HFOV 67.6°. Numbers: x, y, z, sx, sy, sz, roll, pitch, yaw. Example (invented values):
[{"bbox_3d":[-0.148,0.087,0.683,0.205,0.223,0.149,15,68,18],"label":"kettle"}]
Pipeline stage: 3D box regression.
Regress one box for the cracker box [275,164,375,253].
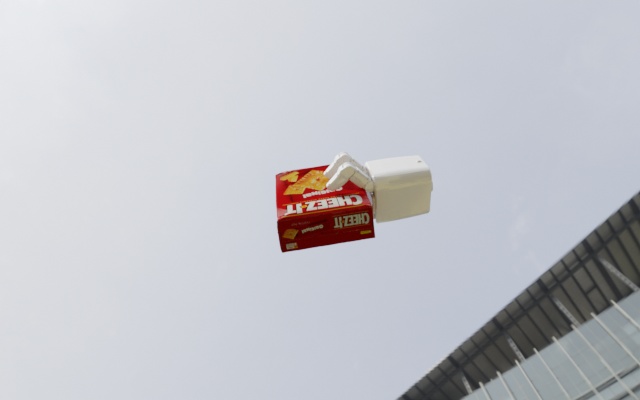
[{"bbox_3d":[0.000,0.003,0.890,0.164,0.072,0.213,-10,25,-2],"label":"cracker box"}]
